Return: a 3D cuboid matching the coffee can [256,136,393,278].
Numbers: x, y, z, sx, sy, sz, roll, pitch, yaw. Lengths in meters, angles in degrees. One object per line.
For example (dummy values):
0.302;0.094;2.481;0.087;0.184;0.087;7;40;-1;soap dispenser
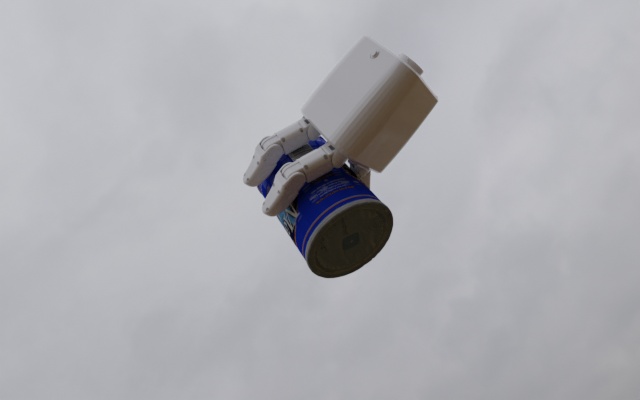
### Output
0.000;0.002;0.535;0.103;0.103;0.140;0;36;-36;coffee can
